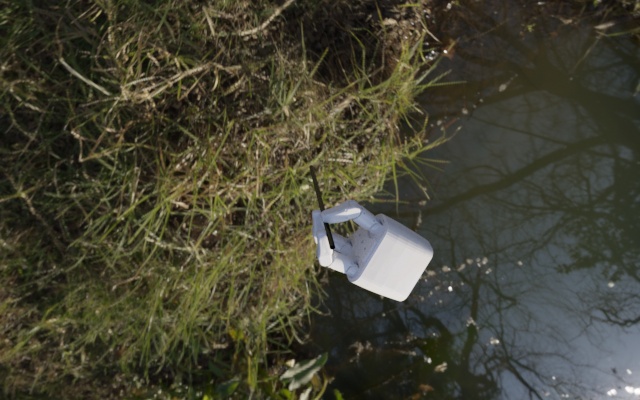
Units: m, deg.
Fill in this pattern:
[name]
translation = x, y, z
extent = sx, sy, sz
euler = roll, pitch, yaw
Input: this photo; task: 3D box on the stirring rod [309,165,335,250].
[stirring rod]
translation = 0.000, 0.002, 0.775
extent = 0.011, 0.011, 0.239
euler = 0, 32, -10
